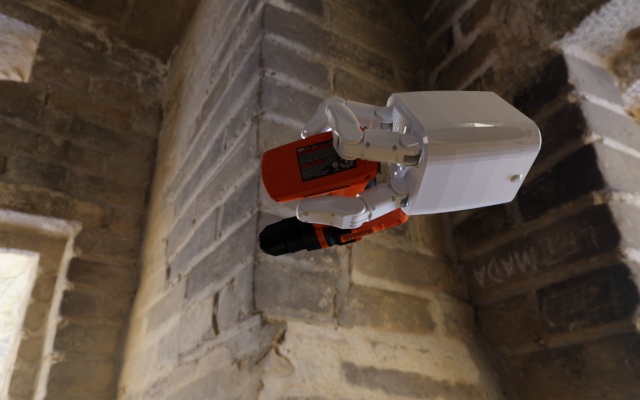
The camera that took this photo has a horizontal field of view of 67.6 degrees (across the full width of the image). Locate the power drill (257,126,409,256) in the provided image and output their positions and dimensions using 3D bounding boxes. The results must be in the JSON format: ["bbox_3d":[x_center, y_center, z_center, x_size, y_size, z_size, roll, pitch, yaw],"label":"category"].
[{"bbox_3d":[0.000,0.001,0.508,0.184,0.057,0.188,-18,-23,5],"label":"power drill"}]
